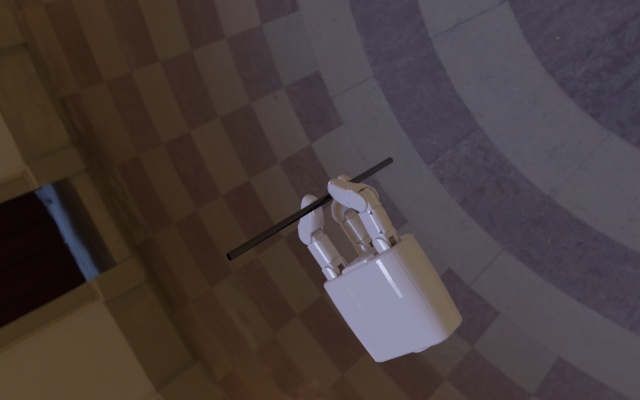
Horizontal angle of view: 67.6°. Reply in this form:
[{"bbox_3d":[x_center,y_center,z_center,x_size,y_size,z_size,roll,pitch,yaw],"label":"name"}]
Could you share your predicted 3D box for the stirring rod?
[{"bbox_3d":[0.000,0.002,0.510,0.239,0.011,0.011,-31,19,-35],"label":"stirring rod"}]
